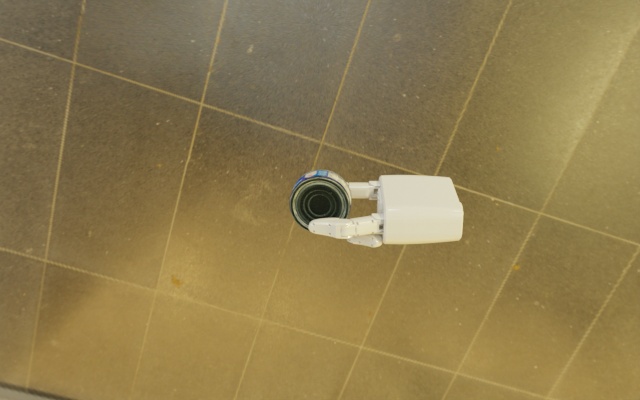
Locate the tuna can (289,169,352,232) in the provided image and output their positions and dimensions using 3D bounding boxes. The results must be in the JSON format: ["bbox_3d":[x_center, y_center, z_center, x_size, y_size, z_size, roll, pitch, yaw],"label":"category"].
[{"bbox_3d":[0.000,0.002,0.663,0.086,0.086,0.033,0,20,5],"label":"tuna can"}]
